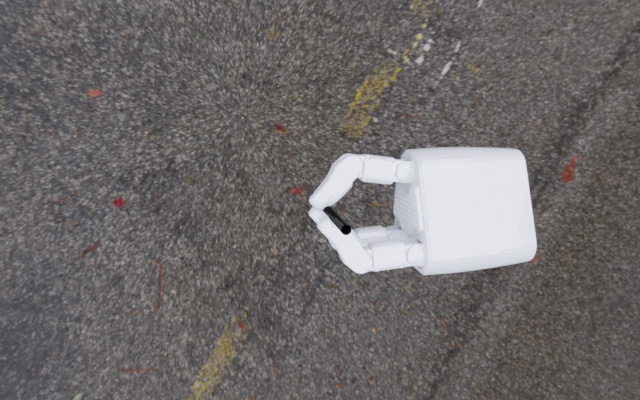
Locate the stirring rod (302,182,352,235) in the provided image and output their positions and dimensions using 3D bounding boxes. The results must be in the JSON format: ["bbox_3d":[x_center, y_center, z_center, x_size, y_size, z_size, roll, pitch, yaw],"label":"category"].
[{"bbox_3d":[0.000,0.001,0.470,0.011,0.011,0.239,0,10,-9],"label":"stirring rod"}]
